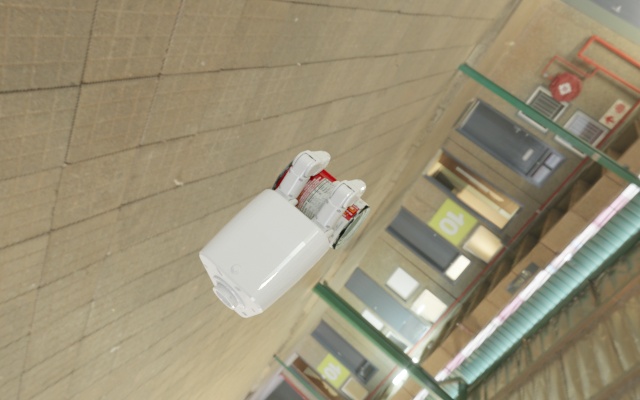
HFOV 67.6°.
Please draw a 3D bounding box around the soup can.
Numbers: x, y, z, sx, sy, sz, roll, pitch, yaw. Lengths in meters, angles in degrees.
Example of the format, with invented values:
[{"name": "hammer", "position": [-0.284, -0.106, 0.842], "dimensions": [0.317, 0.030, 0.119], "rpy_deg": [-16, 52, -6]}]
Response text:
[{"name": "soup can", "position": [0.001, 0.002, 0.570], "dimensions": [0.102, 0.068, 0.068], "rpy_deg": [39, 11, 14]}]
